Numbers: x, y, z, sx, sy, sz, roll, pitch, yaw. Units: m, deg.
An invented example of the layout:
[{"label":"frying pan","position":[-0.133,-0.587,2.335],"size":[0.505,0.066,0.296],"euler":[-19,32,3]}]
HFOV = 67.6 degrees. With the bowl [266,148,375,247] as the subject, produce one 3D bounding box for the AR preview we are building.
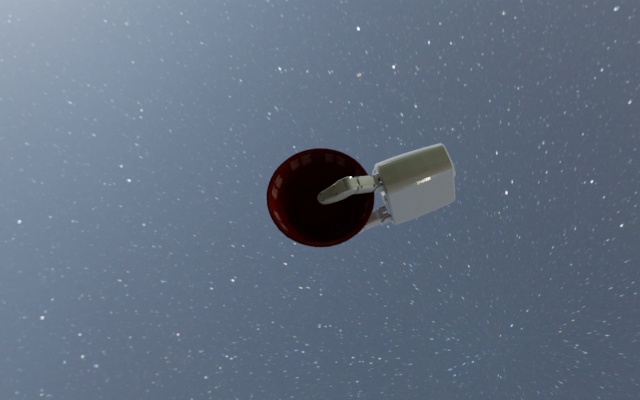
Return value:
[{"label":"bowl","position":[-0.001,0.003,0.736],"size":[0.162,0.162,0.055],"euler":[0,-23,0]}]
